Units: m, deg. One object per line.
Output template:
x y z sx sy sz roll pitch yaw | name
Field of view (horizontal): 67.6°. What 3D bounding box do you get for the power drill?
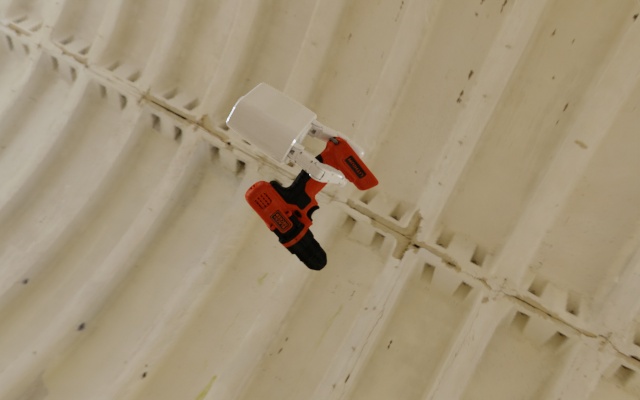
0.000 0.002 0.778 0.187 0.184 0.057 -40 20 -1 | power drill
